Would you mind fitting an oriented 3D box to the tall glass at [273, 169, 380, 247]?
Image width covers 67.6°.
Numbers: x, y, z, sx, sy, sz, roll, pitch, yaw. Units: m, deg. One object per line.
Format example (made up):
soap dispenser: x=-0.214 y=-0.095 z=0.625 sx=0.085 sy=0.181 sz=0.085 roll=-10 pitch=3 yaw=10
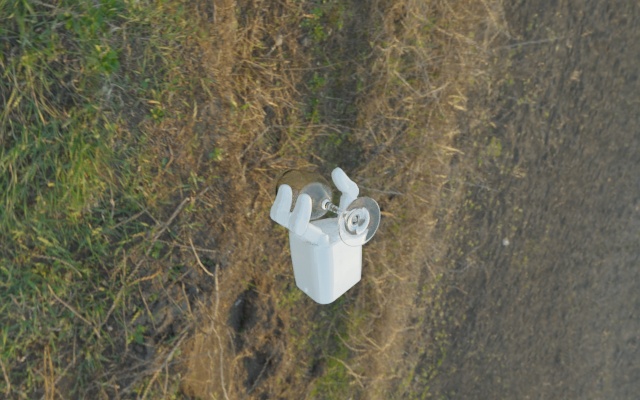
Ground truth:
tall glass: x=0.001 y=0.002 z=0.747 sx=0.079 sy=0.079 sz=0.201 roll=0 pitch=17 yaw=-36
